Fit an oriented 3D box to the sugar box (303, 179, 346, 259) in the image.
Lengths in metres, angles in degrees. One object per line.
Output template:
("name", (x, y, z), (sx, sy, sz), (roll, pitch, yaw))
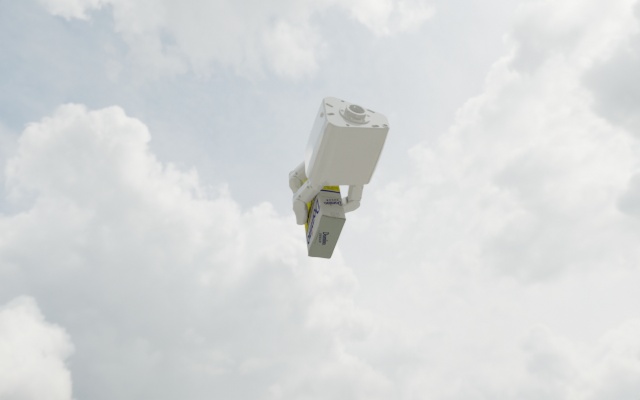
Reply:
("sugar box", (0.000, 0.002, 0.805), (0.048, 0.093, 0.176), (9, 38, -12))
